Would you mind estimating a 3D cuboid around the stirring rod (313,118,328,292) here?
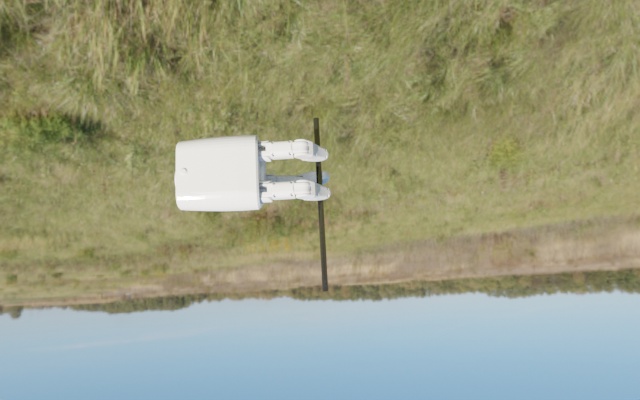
[{"bbox_3d":[0.000,0.002,0.653,0.011,0.239,0.011,-3,-11,-1],"label":"stirring rod"}]
